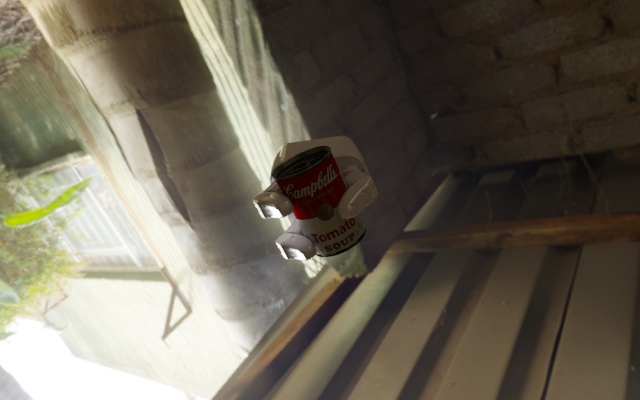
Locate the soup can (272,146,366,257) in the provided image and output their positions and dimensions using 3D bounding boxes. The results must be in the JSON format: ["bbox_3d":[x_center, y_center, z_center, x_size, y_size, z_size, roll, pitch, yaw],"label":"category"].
[{"bbox_3d":[0.000,0.002,0.517,0.068,0.102,0.068,-23,21,9],"label":"soup can"}]
